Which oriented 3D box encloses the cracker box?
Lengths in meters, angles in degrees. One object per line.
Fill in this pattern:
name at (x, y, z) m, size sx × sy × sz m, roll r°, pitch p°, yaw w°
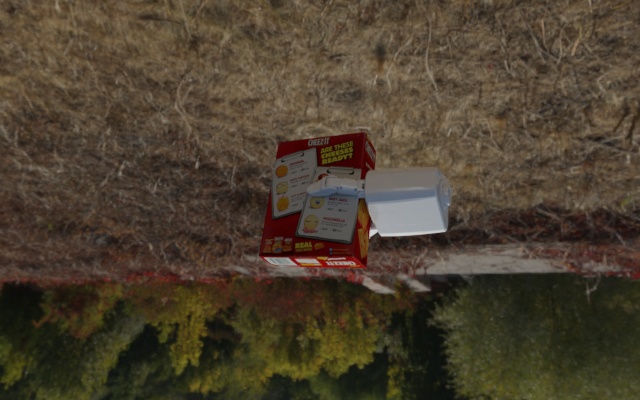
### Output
cracker box at (0.000, 0.003, 0.790) m, size 0.164 × 0.213 × 0.072 m, roll -3°, pitch -26°, yaw 23°
